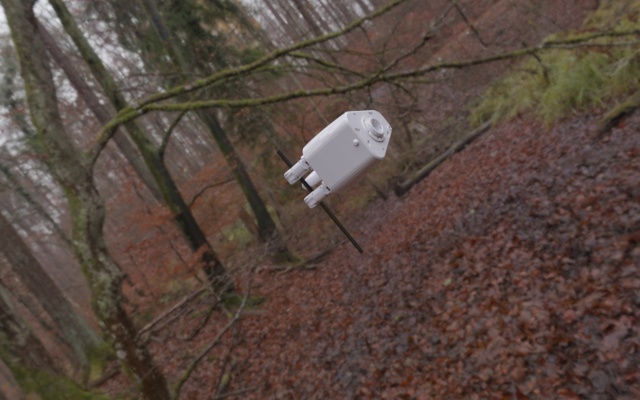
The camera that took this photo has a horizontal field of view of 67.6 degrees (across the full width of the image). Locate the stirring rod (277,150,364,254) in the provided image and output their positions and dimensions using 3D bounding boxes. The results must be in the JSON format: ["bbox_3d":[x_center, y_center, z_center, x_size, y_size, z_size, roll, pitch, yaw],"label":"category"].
[{"bbox_3d":[0.000,0.003,0.869,0.011,0.239,0.011,-40,2,2],"label":"stirring rod"}]
